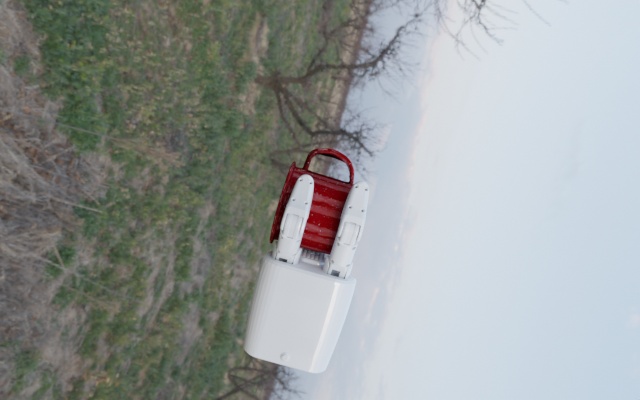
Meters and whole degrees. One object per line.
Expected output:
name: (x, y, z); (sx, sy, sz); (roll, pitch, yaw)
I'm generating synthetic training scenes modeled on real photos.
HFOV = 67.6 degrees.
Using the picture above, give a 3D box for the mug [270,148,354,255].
mug: (0.001, 0.000, 0.517); (0.081, 0.117, 0.093); (16, 10, -1)
